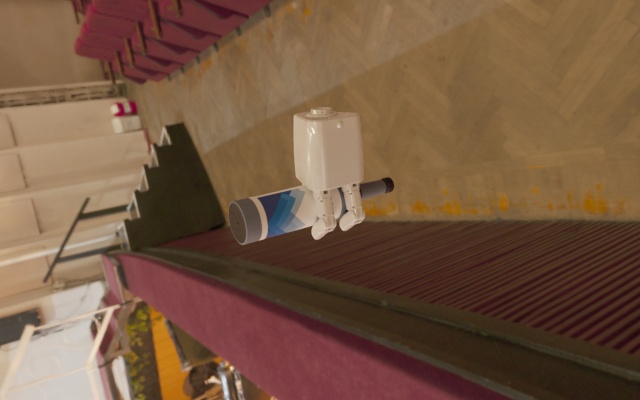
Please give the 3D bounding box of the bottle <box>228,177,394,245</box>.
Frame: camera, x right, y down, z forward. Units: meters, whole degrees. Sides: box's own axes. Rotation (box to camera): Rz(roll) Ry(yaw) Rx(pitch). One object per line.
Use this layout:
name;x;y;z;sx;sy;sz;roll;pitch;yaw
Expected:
bottle;0.000;0.003;0.779;0.295;0.069;0.069;-14;7;-30
